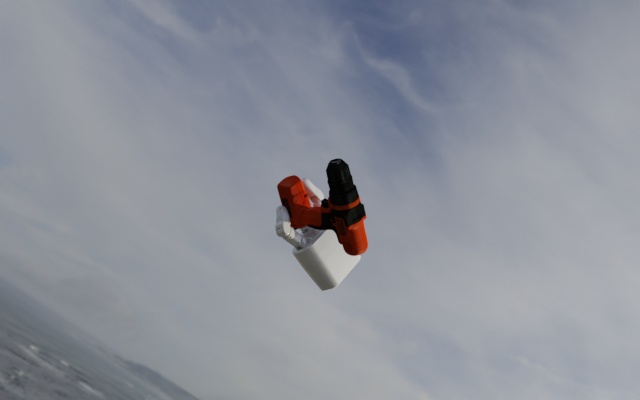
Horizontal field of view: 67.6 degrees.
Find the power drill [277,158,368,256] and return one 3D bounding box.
[{"bbox_3d":[0.000,0.003,0.879,0.057,0.184,0.187,-29,28,-33],"label":"power drill"}]
